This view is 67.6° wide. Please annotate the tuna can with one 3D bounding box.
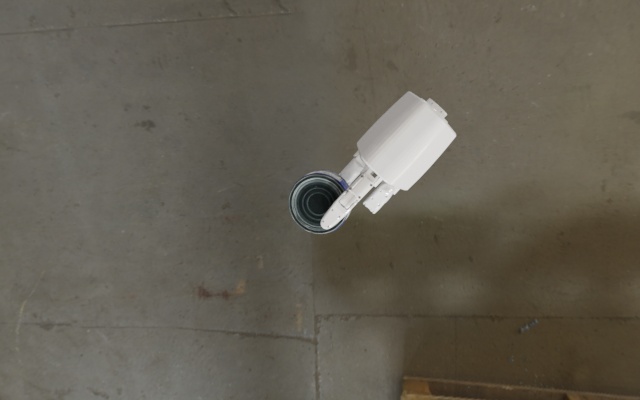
[{"bbox_3d":[0.000,0.002,0.657,0.086,0.086,0.033,0,12,12],"label":"tuna can"}]
